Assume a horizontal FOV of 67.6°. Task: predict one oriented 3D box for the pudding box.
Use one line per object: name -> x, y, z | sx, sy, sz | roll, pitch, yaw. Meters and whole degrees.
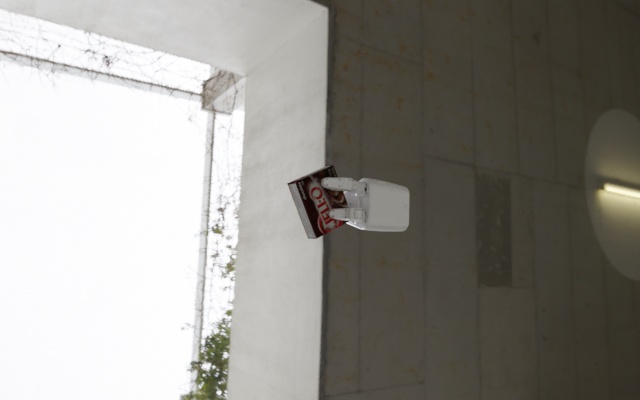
pudding box -> 0.000, 0.003, 0.878 | 0.090, 0.113, 0.039 | -26, 8, -32
